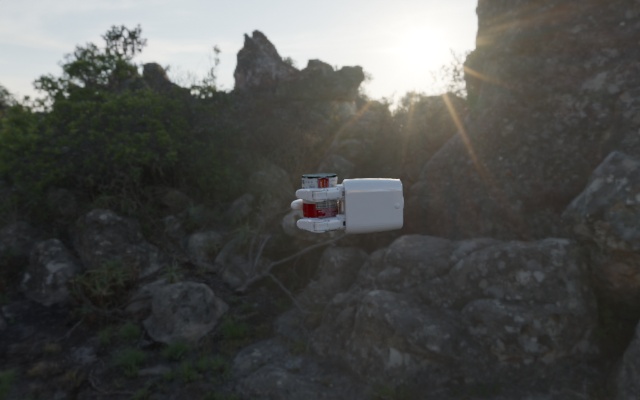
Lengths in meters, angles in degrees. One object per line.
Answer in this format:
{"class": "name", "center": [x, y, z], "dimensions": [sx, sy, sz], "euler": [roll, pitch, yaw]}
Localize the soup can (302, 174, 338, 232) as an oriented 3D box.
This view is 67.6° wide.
{"class": "soup can", "center": [0.000, 0.003, 0.891], "dimensions": [0.068, 0.102, 0.068], "euler": [-2, 7, 0]}
